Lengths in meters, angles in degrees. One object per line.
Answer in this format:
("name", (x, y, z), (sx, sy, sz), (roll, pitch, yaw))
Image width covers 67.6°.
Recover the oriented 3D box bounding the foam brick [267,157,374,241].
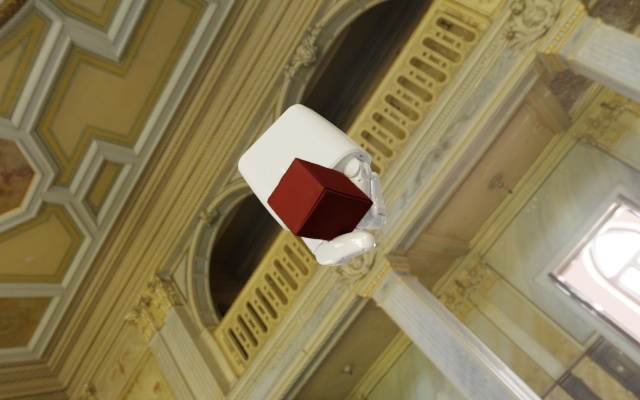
("foam brick", (0.000, 0.001, 0.445), (0.078, 0.053, 0.051), (14, 26, -51))
